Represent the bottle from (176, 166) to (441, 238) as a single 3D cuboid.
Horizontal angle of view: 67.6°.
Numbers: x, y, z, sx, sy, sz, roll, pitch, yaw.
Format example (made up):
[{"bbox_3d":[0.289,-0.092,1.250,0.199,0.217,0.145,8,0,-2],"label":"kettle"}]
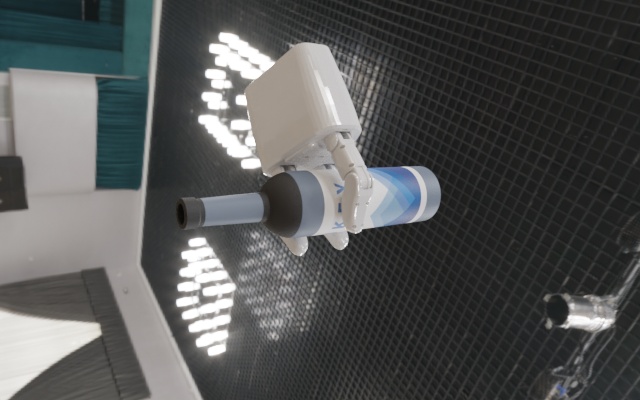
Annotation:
[{"bbox_3d":[0.000,0.002,0.493,0.295,0.069,0.069,-5,3,-35],"label":"bottle"}]
